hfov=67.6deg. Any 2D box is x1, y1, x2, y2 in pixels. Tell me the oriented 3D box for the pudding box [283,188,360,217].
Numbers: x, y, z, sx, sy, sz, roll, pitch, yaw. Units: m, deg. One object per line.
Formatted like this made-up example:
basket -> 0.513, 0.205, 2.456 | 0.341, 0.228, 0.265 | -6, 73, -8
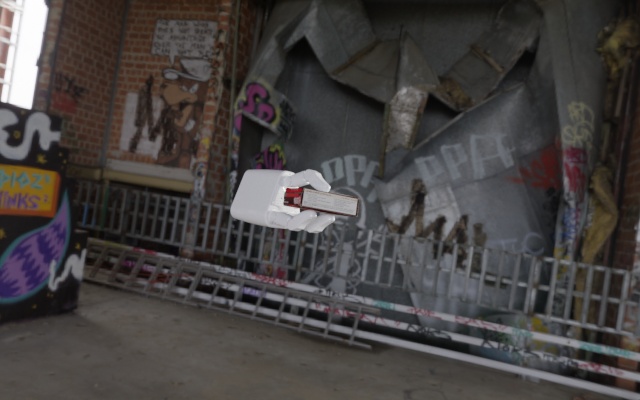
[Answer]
pudding box -> 0.000, 0.003, 0.859 | 0.113, 0.039, 0.090 | 8, -1, -24
